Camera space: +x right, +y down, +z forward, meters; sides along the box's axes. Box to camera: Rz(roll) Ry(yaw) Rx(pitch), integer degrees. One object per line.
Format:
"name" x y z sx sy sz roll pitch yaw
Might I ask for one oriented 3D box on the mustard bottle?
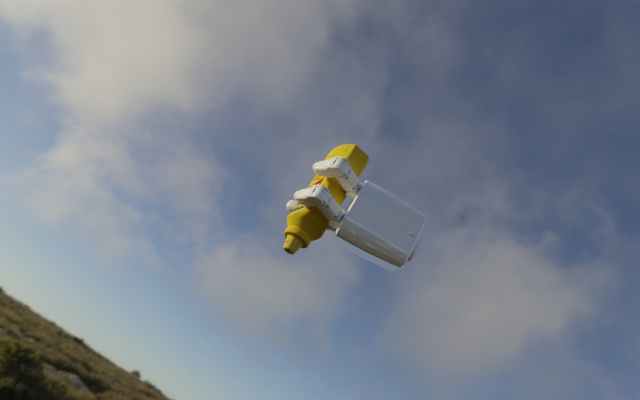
"mustard bottle" 0.000 0.002 0.731 0.058 0.191 0.096 41 -29 -15
